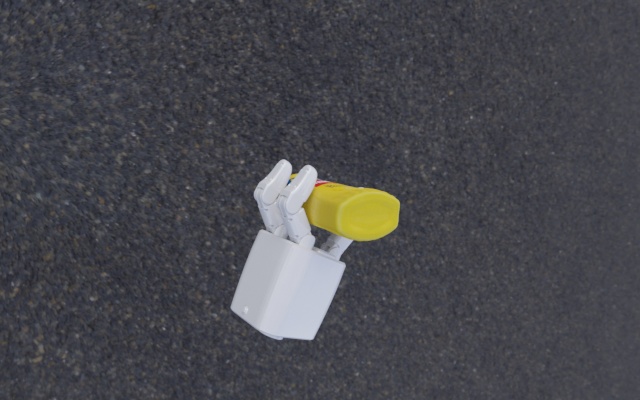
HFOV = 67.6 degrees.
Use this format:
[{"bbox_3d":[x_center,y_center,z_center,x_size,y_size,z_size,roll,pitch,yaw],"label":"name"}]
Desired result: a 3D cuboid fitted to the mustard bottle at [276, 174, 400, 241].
[{"bbox_3d":[0.000,0.002,0.597,0.096,0.058,0.191,-4,12,-37],"label":"mustard bottle"}]
